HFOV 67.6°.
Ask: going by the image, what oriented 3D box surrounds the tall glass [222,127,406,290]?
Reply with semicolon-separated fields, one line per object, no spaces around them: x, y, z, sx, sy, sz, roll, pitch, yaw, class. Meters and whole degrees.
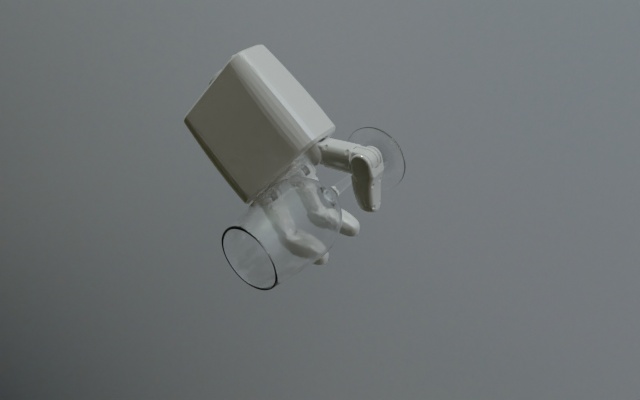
0.001;0.001;0.452;0.079;0.079;0.201;0;28;42;tall glass
